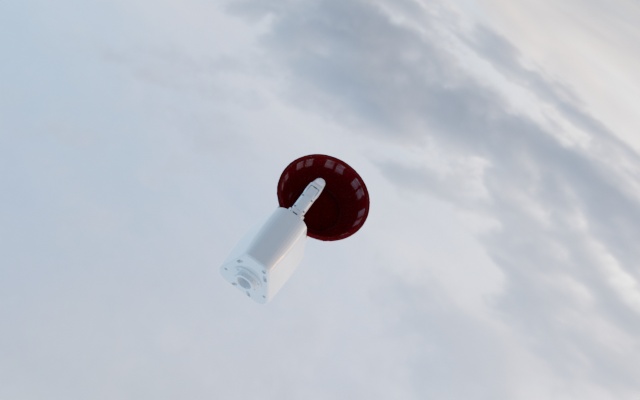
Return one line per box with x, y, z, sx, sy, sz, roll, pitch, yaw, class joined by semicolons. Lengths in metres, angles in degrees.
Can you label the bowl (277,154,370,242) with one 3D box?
0.001;0.002;0.817;0.162;0.162;0.055;0;-25;-17;bowl
